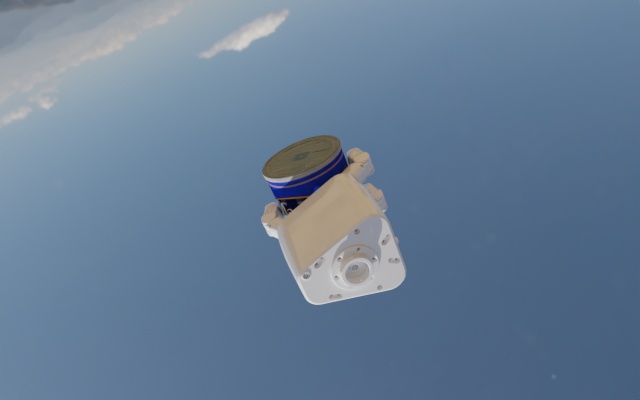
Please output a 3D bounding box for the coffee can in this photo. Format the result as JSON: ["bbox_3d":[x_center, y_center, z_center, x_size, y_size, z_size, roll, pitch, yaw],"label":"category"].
[{"bbox_3d":[0.000,0.002,0.613,0.103,0.140,0.102,-18,27,10],"label":"coffee can"}]
